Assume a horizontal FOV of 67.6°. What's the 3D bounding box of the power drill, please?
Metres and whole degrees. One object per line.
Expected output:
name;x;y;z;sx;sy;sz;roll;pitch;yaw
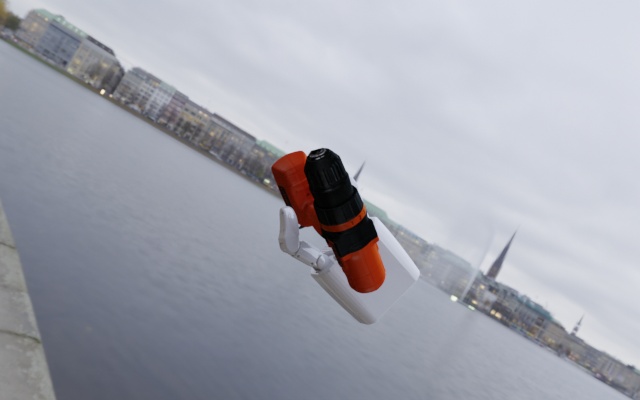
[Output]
power drill;0.000;0.002;0.572;0.057;0.184;0.187;-27;29;-11
